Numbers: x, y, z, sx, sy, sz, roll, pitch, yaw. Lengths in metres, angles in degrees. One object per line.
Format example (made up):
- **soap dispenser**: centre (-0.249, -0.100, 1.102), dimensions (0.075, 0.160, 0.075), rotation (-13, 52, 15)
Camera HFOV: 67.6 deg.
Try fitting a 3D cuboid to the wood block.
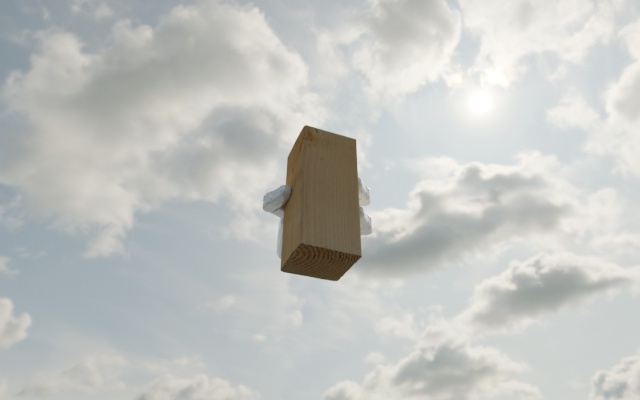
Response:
- **wood block**: centre (0.000, 0.002, 0.709), dimensions (0.091, 0.206, 0.090), rotation (13, -36, -18)
